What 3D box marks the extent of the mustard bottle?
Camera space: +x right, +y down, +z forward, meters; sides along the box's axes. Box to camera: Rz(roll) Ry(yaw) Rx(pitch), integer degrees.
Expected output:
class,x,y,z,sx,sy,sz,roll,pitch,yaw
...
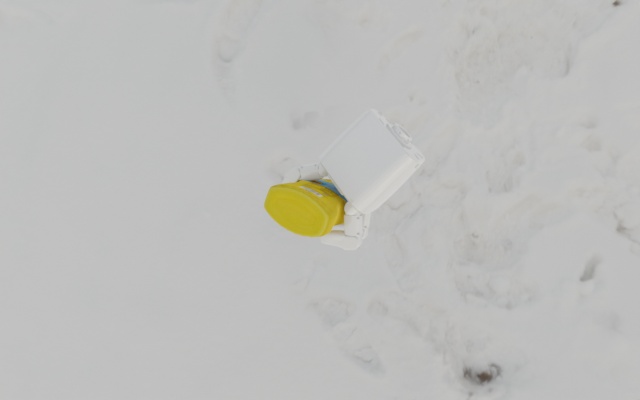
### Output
class,x,y,z,sx,sy,sz,roll,pitch,yaw
mustard bottle,0.000,0.003,0.708,0.096,0.058,0.191,25,16,16
